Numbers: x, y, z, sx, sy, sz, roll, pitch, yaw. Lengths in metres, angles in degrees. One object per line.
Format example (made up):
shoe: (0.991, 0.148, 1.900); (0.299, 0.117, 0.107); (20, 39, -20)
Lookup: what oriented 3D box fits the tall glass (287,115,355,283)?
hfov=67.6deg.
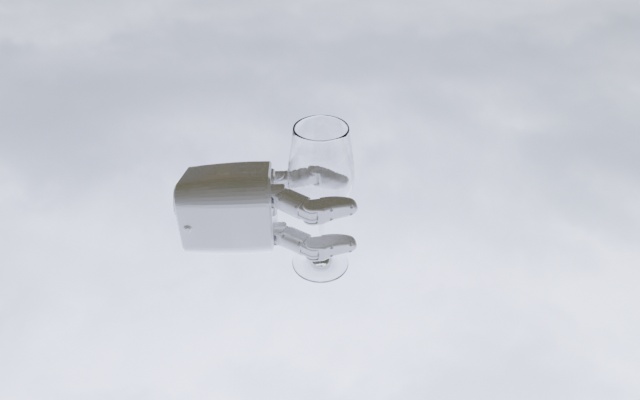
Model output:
tall glass: (0.000, 0.002, 0.573); (0.079, 0.201, 0.079); (0, 36, 0)
